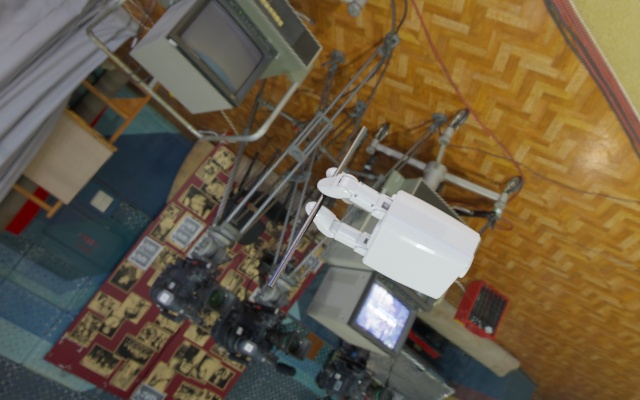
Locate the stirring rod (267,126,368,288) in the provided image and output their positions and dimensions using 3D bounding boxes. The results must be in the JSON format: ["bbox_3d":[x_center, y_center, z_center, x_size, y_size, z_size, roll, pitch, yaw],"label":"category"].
[{"bbox_3d":[0.000,0.002,0.588,0.011,0.239,0.011,27,-20,11],"label":"stirring rod"}]
